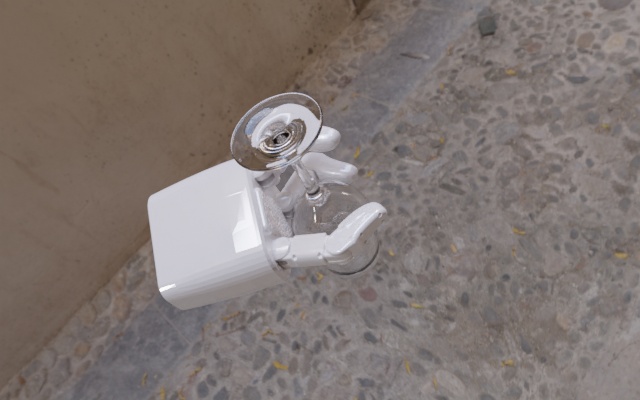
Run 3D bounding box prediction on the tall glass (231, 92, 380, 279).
[{"bbox_3d":[0.000,0.001,0.427,0.079,0.079,0.201,0,-32,24],"label":"tall glass"}]
